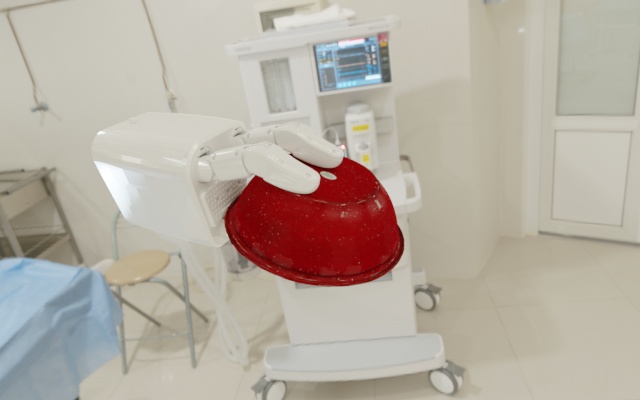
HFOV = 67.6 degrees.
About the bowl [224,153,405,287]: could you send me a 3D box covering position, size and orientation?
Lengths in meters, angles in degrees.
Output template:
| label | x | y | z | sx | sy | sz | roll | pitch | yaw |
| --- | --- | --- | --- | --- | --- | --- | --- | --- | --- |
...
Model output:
| label | x | y | z | sx | sy | sz | roll | pitch | yaw |
| --- | --- | --- | --- | --- | --- | --- | --- | --- | --- |
| bowl | 0.001 | 0.001 | 0.415 | 0.162 | 0.055 | 0.162 | 8 | 30 | -5 |
